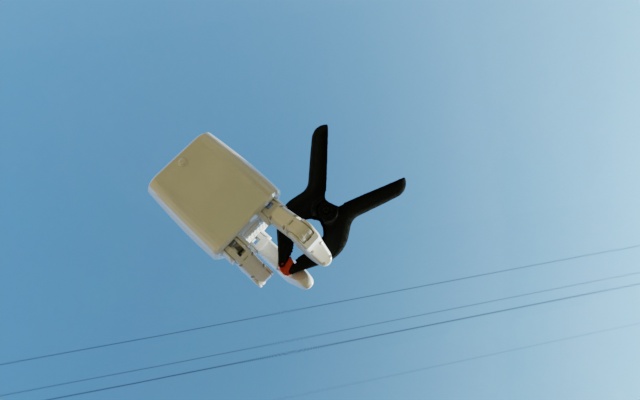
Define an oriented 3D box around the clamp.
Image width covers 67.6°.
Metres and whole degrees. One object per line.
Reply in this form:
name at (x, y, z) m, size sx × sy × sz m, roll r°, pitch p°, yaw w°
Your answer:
clamp at (0.000, 0.002, 0.527) m, size 0.120 × 0.171 × 0.039 m, roll 42°, pitch -13°, yaw 8°
